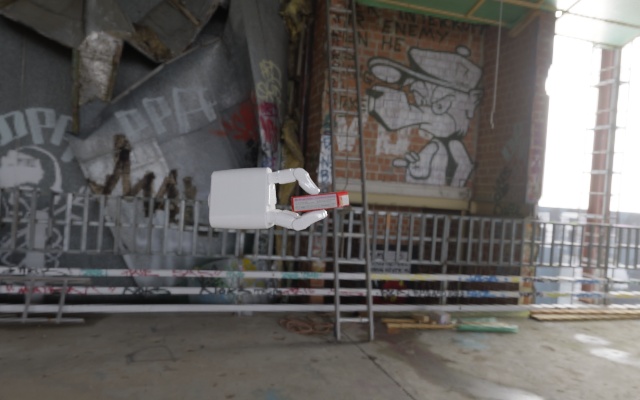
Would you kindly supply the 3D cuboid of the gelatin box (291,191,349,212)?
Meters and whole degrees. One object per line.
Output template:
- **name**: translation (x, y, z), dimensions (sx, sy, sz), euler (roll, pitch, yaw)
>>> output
- **gelatin box**: translation (0.000, 0.002, 0.867), dimensions (0.089, 0.030, 0.073), euler (-7, 0, 18)
